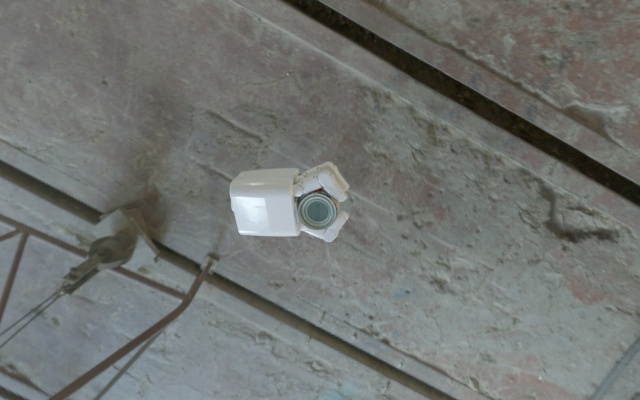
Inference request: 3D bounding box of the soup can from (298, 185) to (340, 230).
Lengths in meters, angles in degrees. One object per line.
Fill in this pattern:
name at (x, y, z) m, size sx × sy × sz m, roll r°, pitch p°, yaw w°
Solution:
soup can at (0.001, 0.003, 0.825) m, size 0.068 × 0.068 × 0.102 m, roll 0°, pitch 18°, yaw 7°
